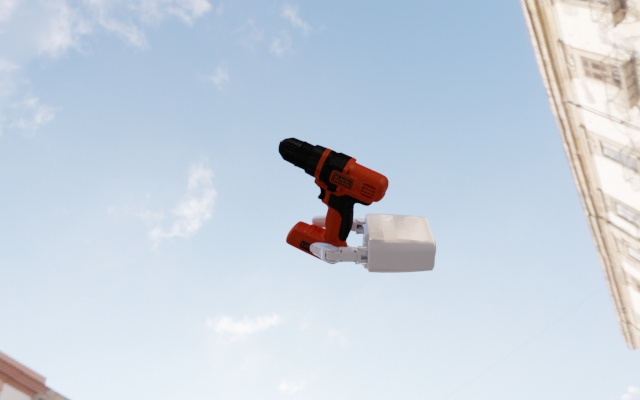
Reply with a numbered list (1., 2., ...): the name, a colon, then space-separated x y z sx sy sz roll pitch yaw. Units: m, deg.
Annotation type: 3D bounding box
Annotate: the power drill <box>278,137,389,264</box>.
1. power drill: 0.000 0.003 0.782 0.184 0.188 0.057 25 36 10
